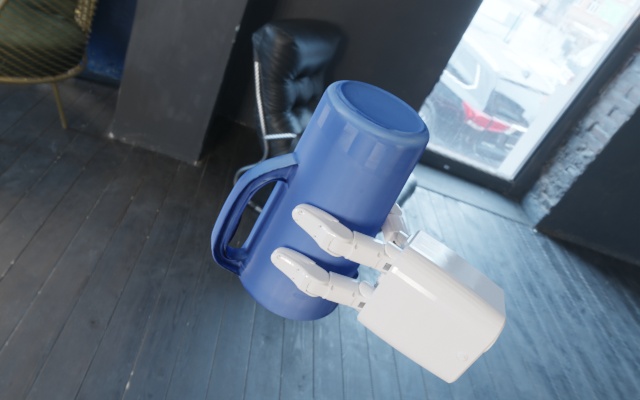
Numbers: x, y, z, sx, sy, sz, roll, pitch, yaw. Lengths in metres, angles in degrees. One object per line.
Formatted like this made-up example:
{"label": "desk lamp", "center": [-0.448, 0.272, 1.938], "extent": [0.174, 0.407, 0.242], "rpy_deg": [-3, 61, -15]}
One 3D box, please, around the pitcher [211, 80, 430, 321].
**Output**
{"label": "pitcher", "center": [0.000, 0.002, 0.500], "extent": [0.145, 0.243, 0.149], "rpy_deg": [37, 33, 14]}
